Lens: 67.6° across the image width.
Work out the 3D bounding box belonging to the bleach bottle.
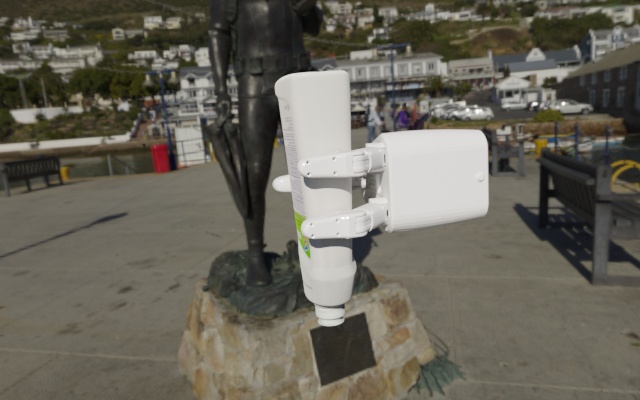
[{"bbox_3d":[0.000,0.002,0.487,0.068,0.251,0.102,-6,10,-10],"label":"bleach bottle"}]
